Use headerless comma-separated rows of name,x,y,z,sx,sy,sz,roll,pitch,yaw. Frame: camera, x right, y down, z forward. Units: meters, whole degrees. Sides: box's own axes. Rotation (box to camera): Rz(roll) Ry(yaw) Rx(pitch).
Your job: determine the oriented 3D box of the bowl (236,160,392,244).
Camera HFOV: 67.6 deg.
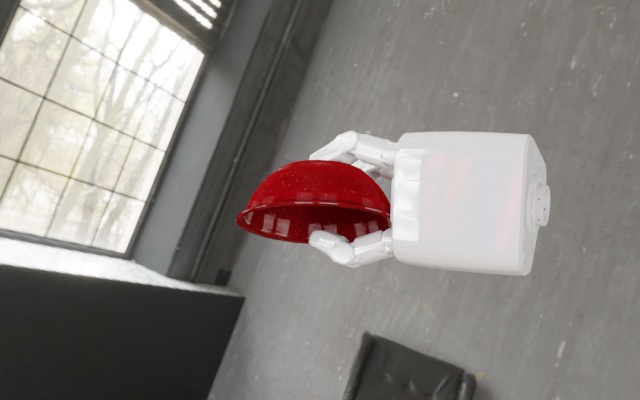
bowl,-0.001,0.001,0.473,0.162,0.055,0.162,2,-17,1
